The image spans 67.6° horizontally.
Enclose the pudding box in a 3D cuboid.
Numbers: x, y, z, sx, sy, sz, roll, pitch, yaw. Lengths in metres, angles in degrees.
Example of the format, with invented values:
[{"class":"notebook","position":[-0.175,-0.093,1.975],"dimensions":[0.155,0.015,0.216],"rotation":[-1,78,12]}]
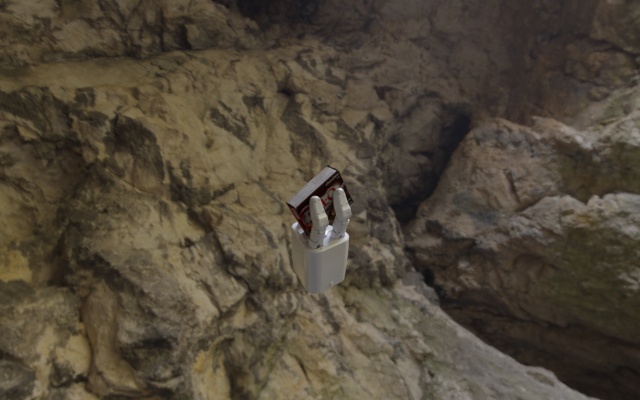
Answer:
[{"class":"pudding box","position":[0.000,0.003,0.898],"dimensions":[0.039,0.113,0.090],"rotation":[30,-23,43]}]
